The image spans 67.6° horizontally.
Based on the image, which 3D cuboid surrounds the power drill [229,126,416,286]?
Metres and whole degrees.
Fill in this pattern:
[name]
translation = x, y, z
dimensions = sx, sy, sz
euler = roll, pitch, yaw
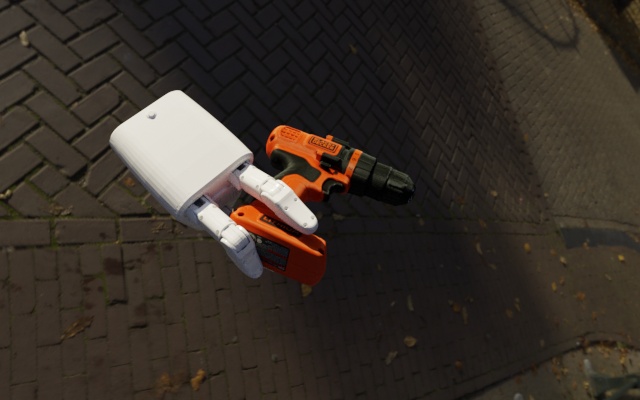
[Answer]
[power drill]
translation = 0.000, 0.002, 0.518
dimensions = 0.184, 0.057, 0.187
euler = 21, 42, 9
